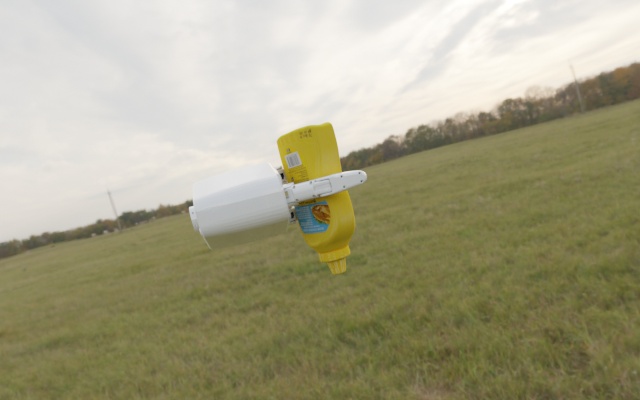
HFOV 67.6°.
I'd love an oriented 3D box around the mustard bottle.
[{"bbox_3d":[0.000,0.002,0.617,0.058,0.191,0.096,-16,3,-35],"label":"mustard bottle"}]
